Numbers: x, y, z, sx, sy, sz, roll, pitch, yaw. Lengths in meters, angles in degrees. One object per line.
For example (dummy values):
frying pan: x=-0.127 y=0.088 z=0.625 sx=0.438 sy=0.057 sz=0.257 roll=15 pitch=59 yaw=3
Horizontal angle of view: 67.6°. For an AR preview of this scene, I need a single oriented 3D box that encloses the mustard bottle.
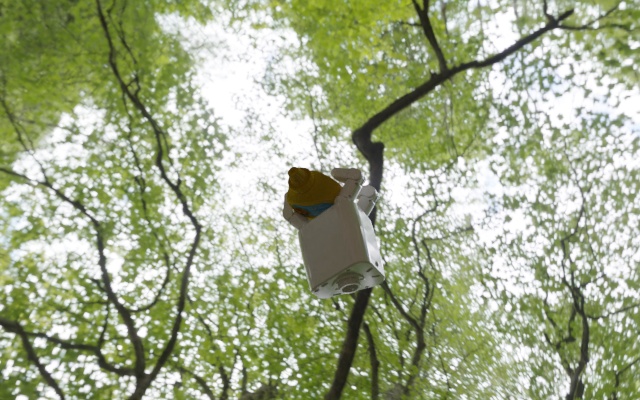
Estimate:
mustard bottle: x=0.000 y=0.002 z=0.773 sx=0.096 sy=0.058 sz=0.192 roll=-2 pitch=-29 yaw=28
